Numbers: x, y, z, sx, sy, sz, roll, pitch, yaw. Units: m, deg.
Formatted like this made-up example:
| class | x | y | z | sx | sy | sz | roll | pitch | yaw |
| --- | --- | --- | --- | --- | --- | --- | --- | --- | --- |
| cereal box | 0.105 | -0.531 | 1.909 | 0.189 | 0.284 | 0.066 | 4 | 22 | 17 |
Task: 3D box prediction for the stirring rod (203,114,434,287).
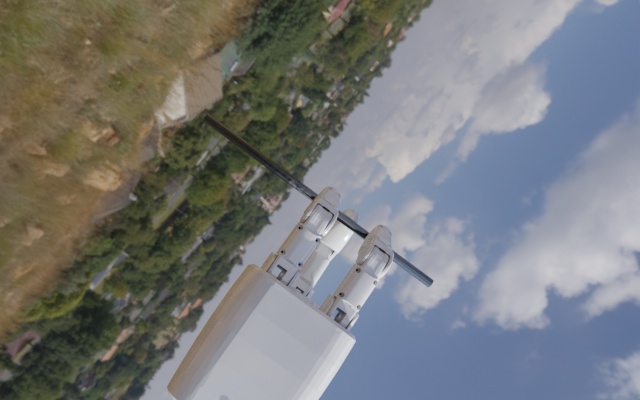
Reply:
| class | x | y | z | sx | sy | sz | roll | pitch | yaw |
| --- | --- | --- | --- | --- | --- | --- | --- | --- | --- |
| stirring rod | 0.000 | 0.001 | 0.410 | 0.239 | 0.011 | 0.011 | 37 | -3 | -4 |
